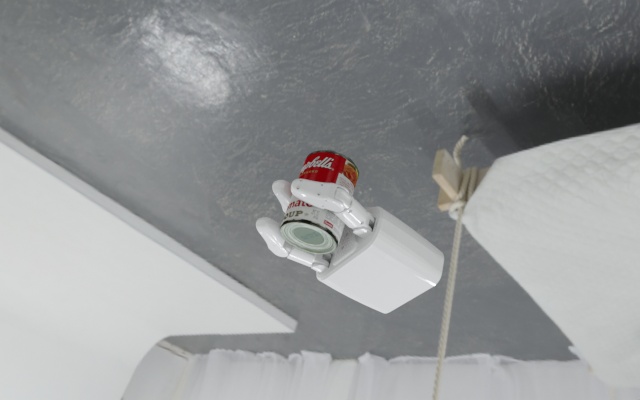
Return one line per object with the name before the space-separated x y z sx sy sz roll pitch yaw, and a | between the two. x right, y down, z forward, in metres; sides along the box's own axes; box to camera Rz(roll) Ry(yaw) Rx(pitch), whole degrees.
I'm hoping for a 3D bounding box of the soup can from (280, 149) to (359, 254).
soup can | 0.000 0.002 0.547 0.068 0.102 0.069 13 -33 9
